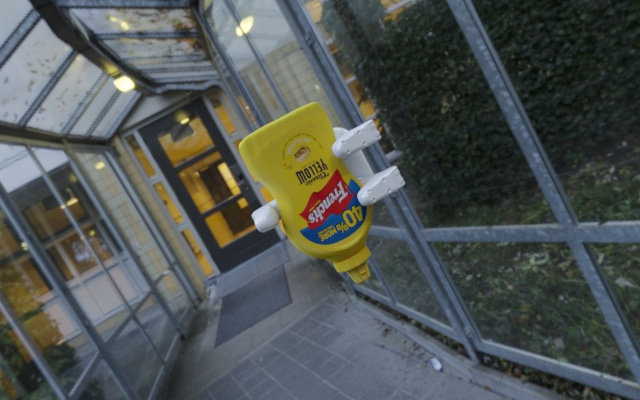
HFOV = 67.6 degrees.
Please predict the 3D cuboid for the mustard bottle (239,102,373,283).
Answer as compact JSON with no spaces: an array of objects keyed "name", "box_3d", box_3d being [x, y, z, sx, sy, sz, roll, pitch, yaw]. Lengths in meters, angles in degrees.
[{"name":"mustard bottle","box_3d":[0.000,0.001,0.503,0.096,0.191,0.058,-31,7,-17]}]
